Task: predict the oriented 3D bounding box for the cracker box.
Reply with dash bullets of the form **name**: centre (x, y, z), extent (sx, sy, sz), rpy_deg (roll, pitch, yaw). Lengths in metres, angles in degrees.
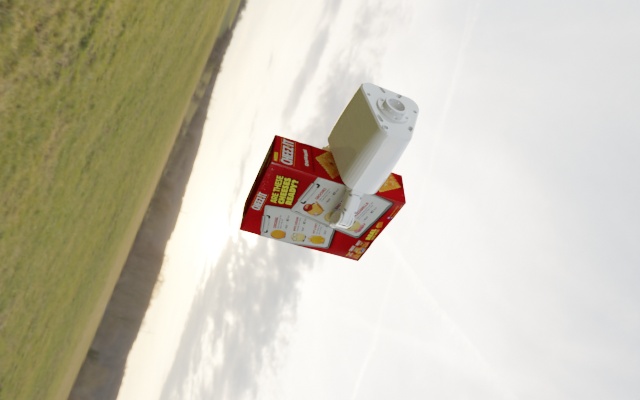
- **cracker box**: centre (0.000, 0.003, 0.752), extent (0.214, 0.072, 0.164), rpy_deg (17, -45, -16)
